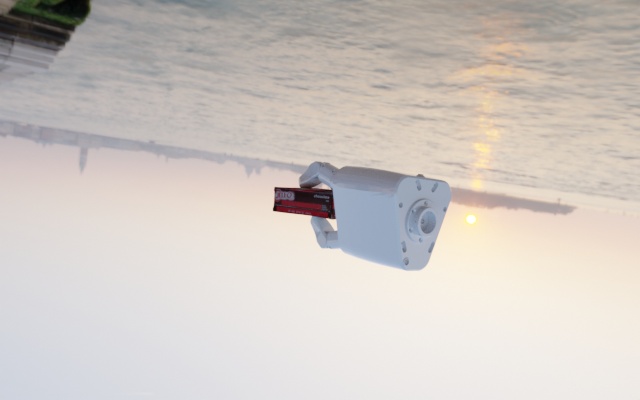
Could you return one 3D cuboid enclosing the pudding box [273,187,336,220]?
[{"bbox_3d":[0.000,0.002,0.663,0.090,0.039,0.113,8,2,26],"label":"pudding box"}]
